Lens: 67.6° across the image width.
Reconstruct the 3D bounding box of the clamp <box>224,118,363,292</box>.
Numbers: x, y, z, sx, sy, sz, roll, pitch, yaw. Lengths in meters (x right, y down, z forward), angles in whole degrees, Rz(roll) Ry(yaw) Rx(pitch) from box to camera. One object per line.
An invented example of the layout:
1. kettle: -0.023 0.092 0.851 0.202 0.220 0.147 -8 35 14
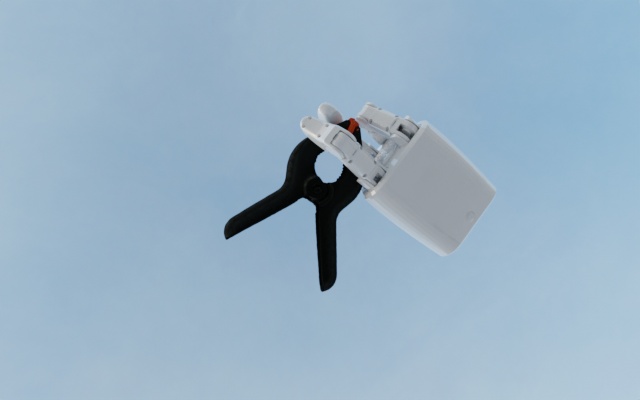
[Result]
1. clamp: 0.000 0.001 0.477 0.120 0.171 0.039 39 -6 -12
